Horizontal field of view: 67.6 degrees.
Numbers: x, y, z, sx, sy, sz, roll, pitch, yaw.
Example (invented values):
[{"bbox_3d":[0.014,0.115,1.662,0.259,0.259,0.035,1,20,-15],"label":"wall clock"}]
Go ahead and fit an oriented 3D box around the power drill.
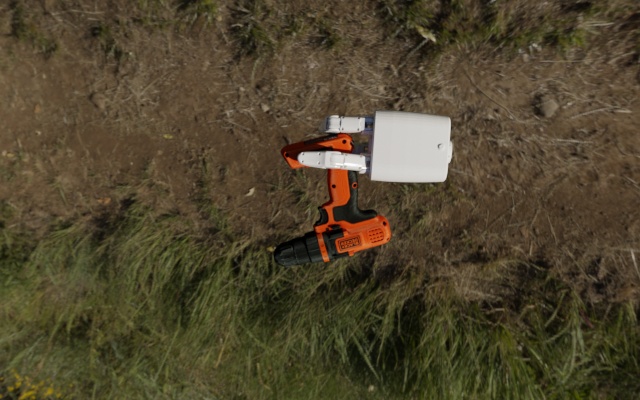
[{"bbox_3d":[0.000,0.002,0.719,0.184,0.188,0.057,-15,18,-1],"label":"power drill"}]
